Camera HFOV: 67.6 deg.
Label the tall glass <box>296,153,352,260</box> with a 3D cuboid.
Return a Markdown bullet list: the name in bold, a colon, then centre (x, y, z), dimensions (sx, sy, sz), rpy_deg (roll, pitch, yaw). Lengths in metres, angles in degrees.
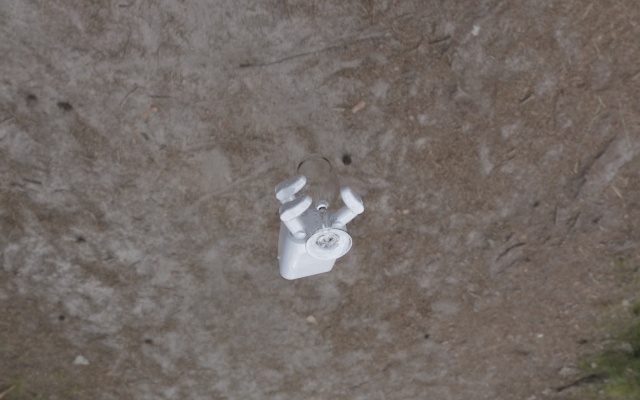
- **tall glass**: centre (0.000, 0.003, 0.818), dimensions (0.079, 0.079, 0.200), rpy_deg (0, 43, -10)
